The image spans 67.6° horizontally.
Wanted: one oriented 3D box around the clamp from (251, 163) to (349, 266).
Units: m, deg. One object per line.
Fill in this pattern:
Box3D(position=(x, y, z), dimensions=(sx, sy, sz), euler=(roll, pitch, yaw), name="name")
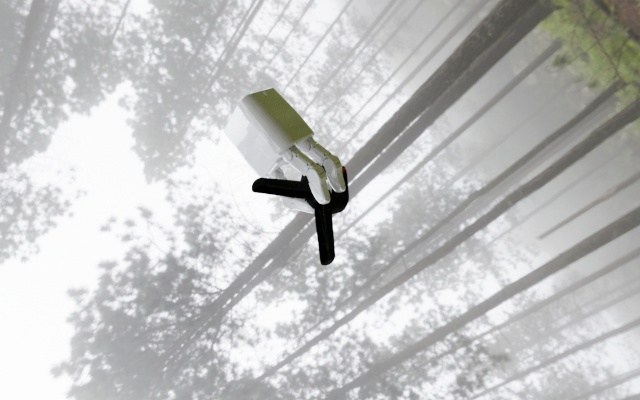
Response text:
Box3D(position=(0.000, 0.003, 0.767), dimensions=(0.036, 0.164, 0.210), euler=(-39, -2, 36), name="clamp")
